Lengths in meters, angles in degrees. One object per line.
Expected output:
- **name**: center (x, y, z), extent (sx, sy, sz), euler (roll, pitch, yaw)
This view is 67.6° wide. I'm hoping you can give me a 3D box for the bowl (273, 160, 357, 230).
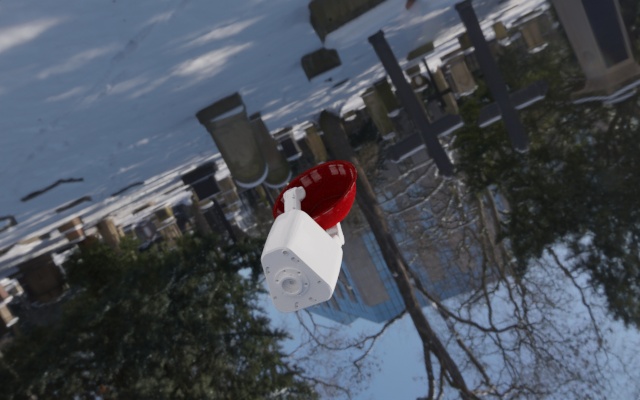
- **bowl**: center (0.001, 0.002, 0.820), extent (0.162, 0.055, 0.162), euler (-24, 31, 16)
